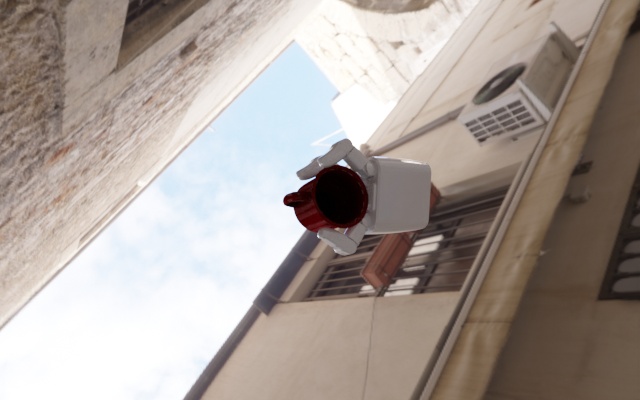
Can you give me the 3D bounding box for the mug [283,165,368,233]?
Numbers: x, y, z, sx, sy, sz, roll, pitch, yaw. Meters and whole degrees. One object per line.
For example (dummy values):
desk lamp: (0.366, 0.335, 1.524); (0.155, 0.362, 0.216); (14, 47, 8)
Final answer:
mug: (-0.001, 0.002, 0.705); (0.117, 0.093, 0.081); (1, -13, -29)
